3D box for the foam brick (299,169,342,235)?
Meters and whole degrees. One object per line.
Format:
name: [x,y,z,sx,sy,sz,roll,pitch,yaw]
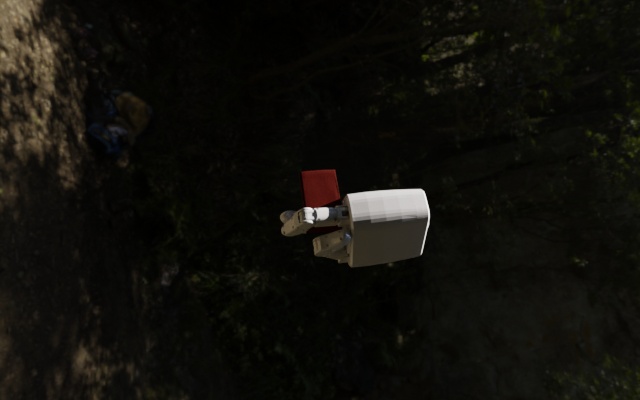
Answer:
foam brick: [0.000,0.002,0.678,0.051,0.078,0.053,-7,-25,-3]
